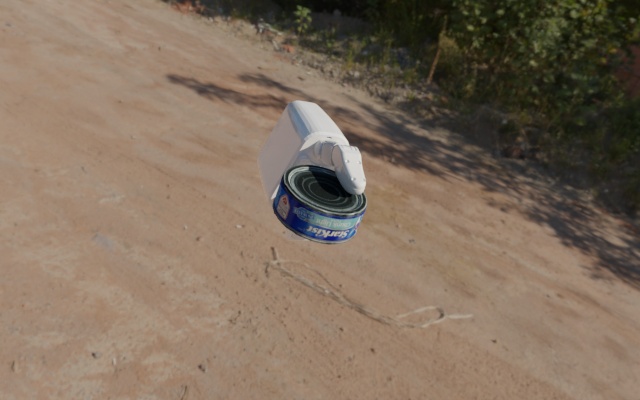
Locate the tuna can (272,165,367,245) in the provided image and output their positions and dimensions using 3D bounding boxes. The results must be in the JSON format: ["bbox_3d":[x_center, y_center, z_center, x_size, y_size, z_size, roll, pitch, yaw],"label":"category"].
[{"bbox_3d":[0.000,0.001,0.453,0.086,0.034,0.086,16,30,-10],"label":"tuna can"}]
